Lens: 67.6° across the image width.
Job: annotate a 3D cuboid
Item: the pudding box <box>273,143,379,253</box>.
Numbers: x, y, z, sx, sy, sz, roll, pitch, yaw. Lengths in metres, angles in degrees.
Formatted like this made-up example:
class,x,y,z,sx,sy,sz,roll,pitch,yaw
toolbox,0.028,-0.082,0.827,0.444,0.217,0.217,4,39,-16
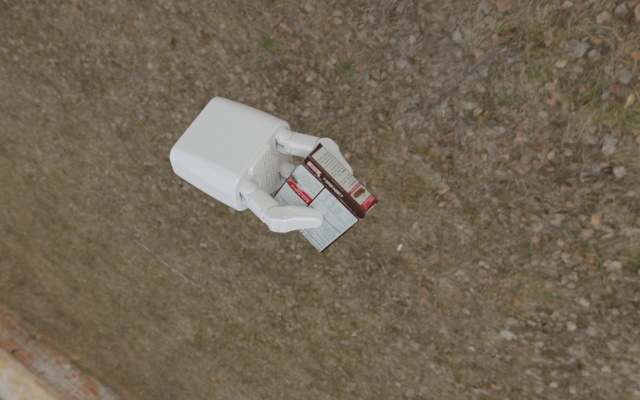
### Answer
class,x,y,z,sx,sy,sz,roll,pitch,yaw
pudding box,0.000,0.002,0.537,0.039,0.090,0.113,-46,0,-32
